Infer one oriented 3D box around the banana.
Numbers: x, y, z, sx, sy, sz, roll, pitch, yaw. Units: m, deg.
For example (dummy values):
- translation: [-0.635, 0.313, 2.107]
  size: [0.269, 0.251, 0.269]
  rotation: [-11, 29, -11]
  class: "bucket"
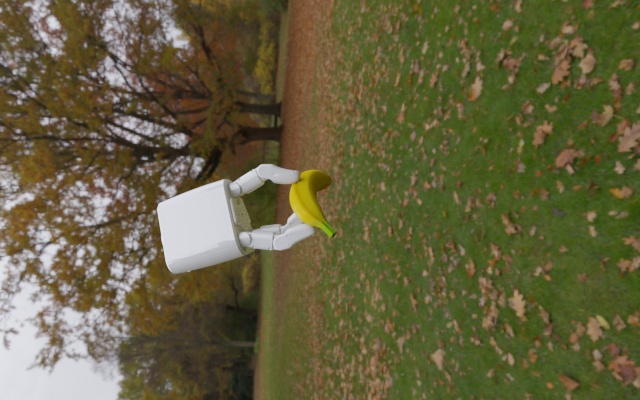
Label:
- translation: [-0.013, -0.009, 0.695]
  size: [0.037, 0.070, 0.197]
  rotation: [-40, 19, 17]
  class: "banana"
